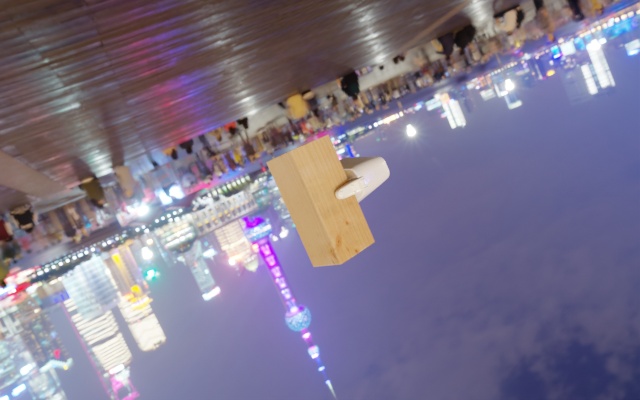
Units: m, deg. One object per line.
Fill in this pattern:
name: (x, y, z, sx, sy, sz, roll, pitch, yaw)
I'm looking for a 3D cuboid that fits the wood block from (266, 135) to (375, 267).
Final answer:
wood block: (0.001, 0.003, 0.839, 0.090, 0.206, 0.091, -28, 7, -35)
